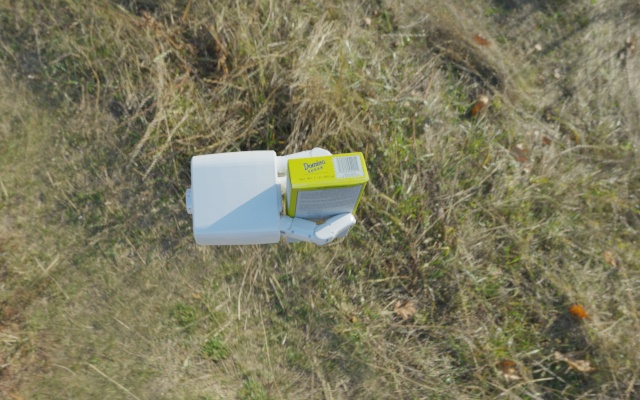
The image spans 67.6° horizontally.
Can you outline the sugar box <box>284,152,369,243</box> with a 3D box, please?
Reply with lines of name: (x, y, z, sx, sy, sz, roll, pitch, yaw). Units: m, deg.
sugar box: (0.000, 0.002, 0.629, 0.093, 0.048, 0.176, -5, -23, -10)
